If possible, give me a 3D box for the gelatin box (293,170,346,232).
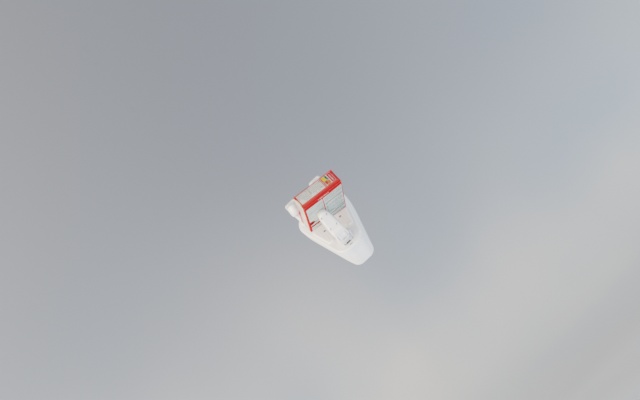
[{"bbox_3d":[0.000,0.003,0.745,0.073,0.030,0.089,-37,-26,-11],"label":"gelatin box"}]
